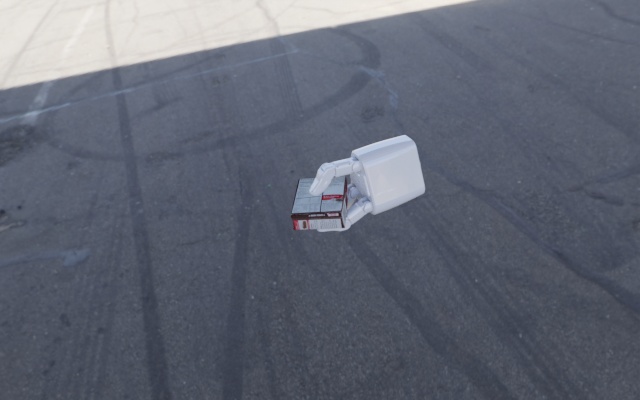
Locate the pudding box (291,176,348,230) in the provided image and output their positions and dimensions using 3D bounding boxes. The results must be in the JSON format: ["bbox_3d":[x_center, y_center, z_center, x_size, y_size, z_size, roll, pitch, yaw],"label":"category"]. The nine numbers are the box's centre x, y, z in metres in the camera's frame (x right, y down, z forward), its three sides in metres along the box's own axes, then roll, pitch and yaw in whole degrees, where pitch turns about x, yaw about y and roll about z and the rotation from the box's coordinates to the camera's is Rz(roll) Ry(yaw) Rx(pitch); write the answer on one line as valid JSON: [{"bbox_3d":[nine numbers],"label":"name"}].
[{"bbox_3d":[0.000,0.003,0.833,0.090,0.039,0.113,-4,34,10],"label":"pudding box"}]
